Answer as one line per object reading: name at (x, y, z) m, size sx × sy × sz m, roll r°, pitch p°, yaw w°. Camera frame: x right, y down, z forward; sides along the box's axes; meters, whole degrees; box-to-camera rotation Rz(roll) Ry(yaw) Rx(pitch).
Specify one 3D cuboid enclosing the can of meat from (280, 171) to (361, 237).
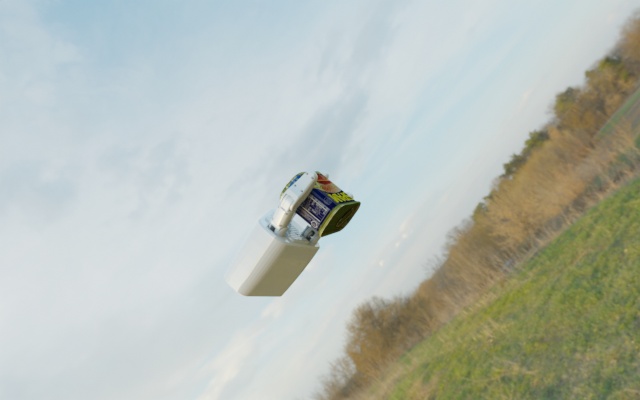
can of meat at (0.000, 0.002, 0.700) m, size 0.084 × 0.057 × 0.102 m, roll 39°, pitch 18°, yaw 17°
